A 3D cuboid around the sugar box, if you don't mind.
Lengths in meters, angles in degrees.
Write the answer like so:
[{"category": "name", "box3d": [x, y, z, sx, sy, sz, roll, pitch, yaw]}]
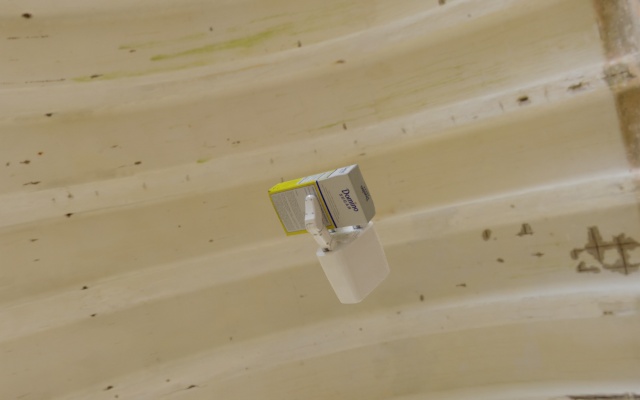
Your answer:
[{"category": "sugar box", "box3d": [0.000, 0.003, 0.816, 0.176, 0.093, 0.048, -12, 20, 34]}]
